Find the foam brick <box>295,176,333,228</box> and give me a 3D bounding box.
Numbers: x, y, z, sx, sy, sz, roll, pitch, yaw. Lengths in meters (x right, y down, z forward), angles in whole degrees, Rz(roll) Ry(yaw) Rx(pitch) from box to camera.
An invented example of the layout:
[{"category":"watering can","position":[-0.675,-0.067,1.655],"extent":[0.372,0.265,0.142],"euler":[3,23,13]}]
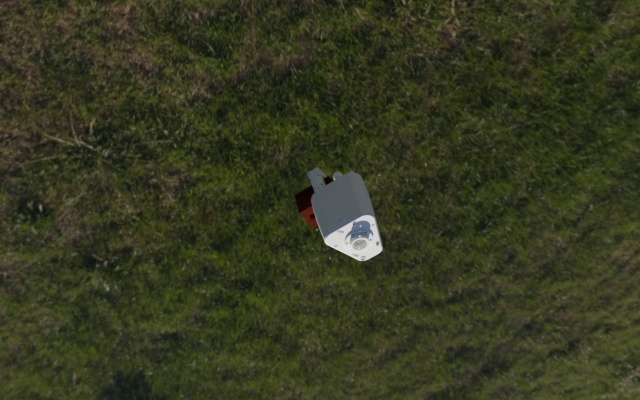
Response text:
[{"category":"foam brick","position":[0.000,0.003,0.890],"extent":[0.078,0.051,0.053],"euler":[-30,-48,13]}]
